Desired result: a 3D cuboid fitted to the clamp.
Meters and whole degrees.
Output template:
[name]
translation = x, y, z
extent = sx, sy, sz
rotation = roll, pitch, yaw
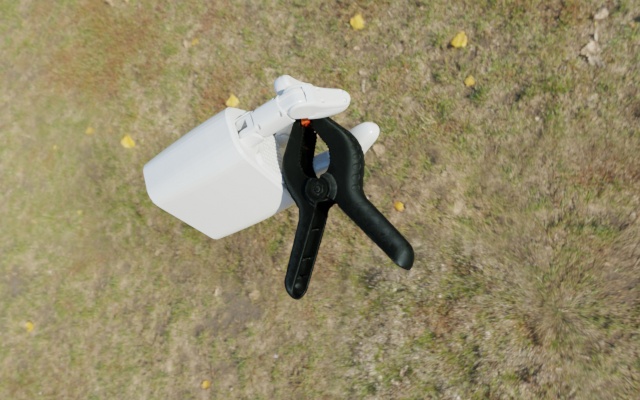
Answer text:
[clamp]
translation = 0.000, 0.001, 0.420
extent = 0.120, 0.171, 0.039
rotation = -27, -22, 19
